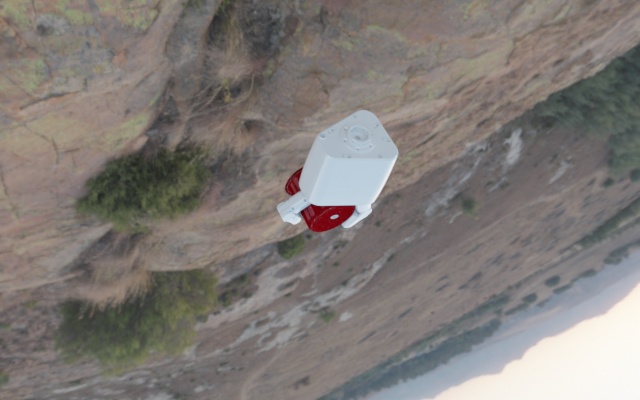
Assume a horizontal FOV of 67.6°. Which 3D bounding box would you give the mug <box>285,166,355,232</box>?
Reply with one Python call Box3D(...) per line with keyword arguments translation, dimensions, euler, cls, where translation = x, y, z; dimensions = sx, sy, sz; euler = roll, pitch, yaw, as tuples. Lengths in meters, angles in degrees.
Box3D(translation=(0.000, 0.003, 0.760), dimensions=(0.093, 0.081, 0.117), euler=(-17, -27, -23), cls="mug")
